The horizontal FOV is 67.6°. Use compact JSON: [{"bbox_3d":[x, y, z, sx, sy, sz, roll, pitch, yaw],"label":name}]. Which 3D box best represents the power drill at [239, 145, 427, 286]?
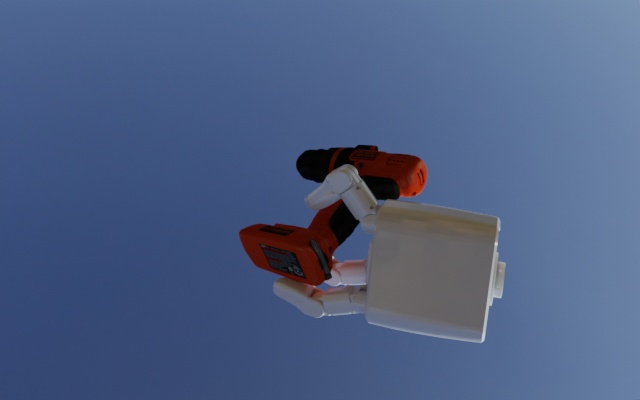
[{"bbox_3d":[0.000,0.002,0.533,0.184,0.057,0.187,8,43,43],"label":"power drill"}]
